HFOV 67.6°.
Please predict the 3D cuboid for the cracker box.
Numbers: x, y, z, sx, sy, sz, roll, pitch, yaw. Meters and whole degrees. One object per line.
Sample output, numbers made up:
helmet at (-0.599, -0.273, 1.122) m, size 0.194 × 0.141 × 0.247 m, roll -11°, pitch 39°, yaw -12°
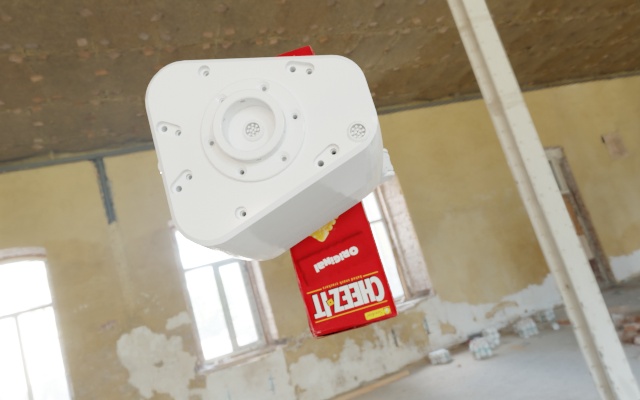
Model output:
cracker box at (0.000, 0.001, 0.426) m, size 0.072 × 0.213 × 0.164 m, roll -17°, pitch -10°, yaw 3°
